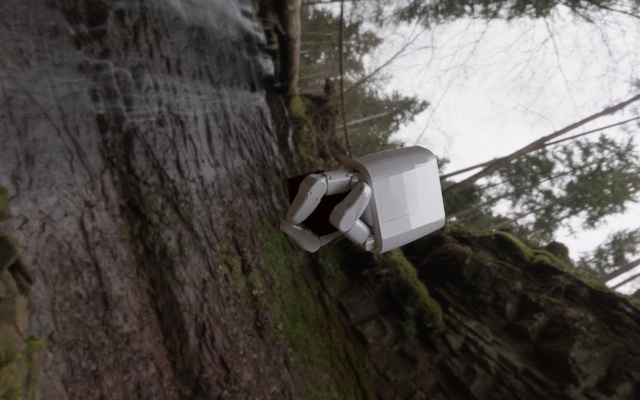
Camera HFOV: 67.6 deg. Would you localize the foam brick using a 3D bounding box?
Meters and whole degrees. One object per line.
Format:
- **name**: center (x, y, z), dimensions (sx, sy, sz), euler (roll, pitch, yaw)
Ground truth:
- **foam brick**: center (0.000, 0.002, 0.593), dimensions (0.051, 0.053, 0.078), euler (-17, 29, -25)
